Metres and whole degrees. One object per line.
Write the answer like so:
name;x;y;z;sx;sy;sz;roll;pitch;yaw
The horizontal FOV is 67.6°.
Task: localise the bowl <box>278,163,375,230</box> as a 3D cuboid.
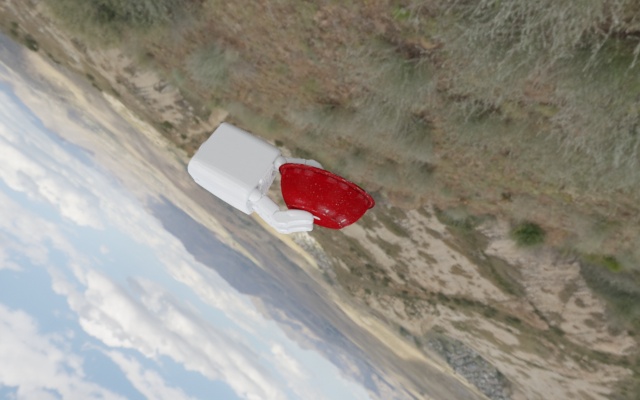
bowl;0.001;0.003;0.742;0.162;0.055;0.162;20;-14;5
